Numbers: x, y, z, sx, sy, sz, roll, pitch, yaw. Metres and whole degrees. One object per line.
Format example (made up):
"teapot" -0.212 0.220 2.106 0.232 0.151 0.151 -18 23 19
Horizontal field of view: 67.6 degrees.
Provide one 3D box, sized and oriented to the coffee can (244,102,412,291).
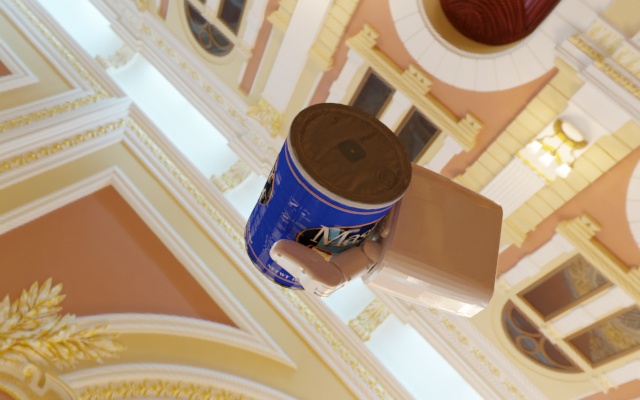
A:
"coffee can" 0.000 0.001 0.416 0.103 0.102 0.140 0 -35 -26
